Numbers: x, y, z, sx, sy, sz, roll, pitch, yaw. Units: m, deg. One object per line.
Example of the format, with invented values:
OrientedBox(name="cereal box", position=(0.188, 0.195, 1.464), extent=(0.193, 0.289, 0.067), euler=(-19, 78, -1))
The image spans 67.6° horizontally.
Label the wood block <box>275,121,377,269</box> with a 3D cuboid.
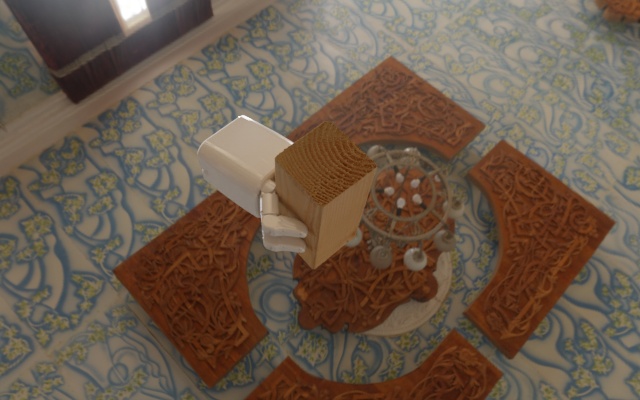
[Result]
OrientedBox(name="wood block", position=(0.000, 0.002, 0.650), extent=(0.091, 0.090, 0.206), euler=(-38, -19, -20))
